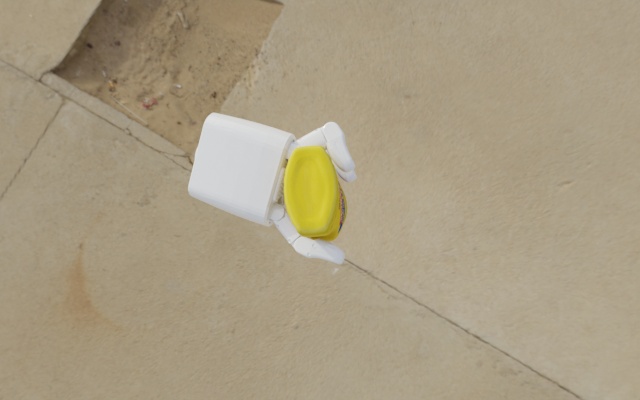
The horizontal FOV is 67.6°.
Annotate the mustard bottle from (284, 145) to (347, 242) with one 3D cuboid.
[{"bbox_3d":[0.000,0.002,0.585,0.058,0.096,0.192,-6,-9,6],"label":"mustard bottle"}]
